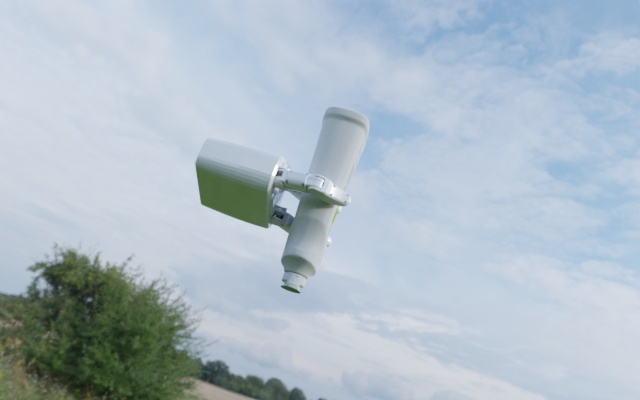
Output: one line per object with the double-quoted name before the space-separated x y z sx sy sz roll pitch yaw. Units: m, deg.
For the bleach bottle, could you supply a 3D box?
"bleach bottle" 0.000 0.002 0.655 0.068 0.250 0.103 17 -22 7
